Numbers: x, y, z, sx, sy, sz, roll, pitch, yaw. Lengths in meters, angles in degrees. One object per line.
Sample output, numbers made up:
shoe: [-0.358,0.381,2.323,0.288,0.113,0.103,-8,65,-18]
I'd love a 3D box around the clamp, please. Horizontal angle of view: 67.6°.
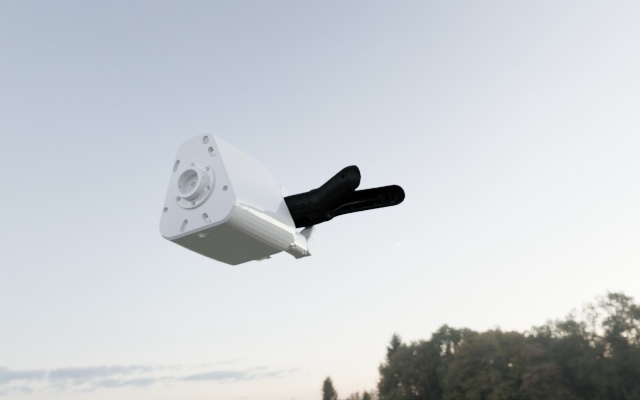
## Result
clamp: [0.000,0.001,0.541,0.171,0.039,0.120,-18,-25,21]
